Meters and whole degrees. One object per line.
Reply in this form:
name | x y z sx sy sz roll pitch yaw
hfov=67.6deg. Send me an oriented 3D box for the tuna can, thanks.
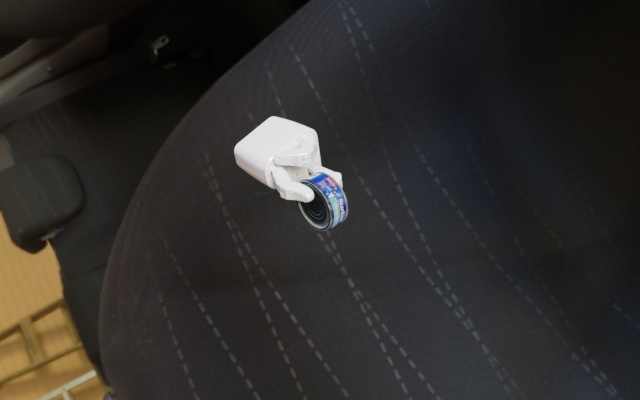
tuna can | 0.000 0.003 0.721 0.033 0.086 0.086 -28 16 -33
